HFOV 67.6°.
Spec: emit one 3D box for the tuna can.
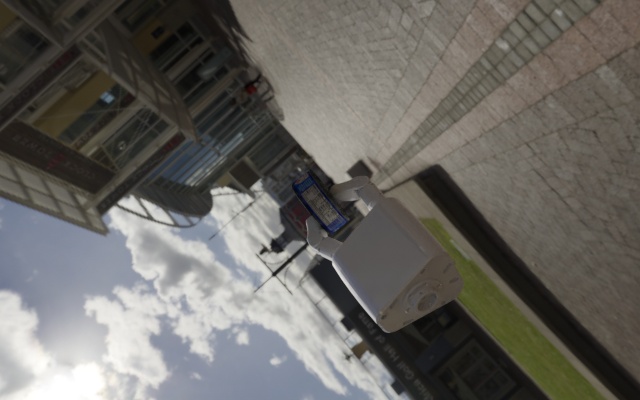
[{"bbox_3d":[0.000,0.002,0.630,0.034,0.086,0.086,-38,-3,4],"label":"tuna can"}]
